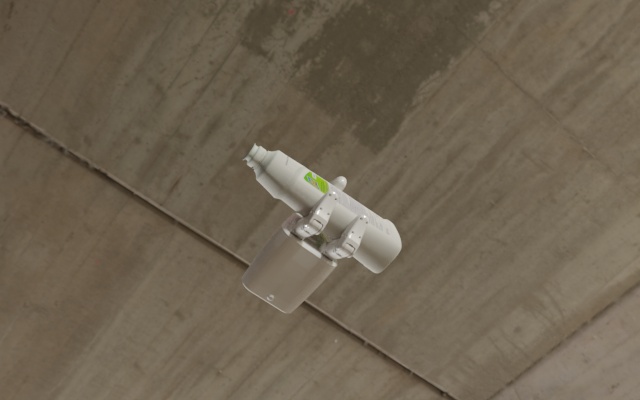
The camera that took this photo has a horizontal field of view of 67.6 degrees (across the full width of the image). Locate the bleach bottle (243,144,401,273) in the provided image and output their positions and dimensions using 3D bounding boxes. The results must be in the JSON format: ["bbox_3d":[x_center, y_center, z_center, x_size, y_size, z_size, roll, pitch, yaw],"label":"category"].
[{"bbox_3d":[0.000,0.002,0.684,0.251,0.068,0.102,36,14,-16],"label":"bleach bottle"}]
